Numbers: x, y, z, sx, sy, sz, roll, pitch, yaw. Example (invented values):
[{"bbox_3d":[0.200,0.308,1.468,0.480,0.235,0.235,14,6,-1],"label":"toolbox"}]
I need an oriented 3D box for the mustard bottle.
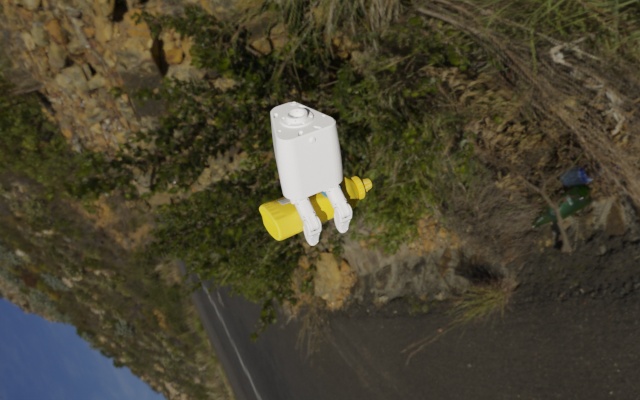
[{"bbox_3d":[0.000,0.003,0.797,0.191,0.058,0.096,-22,19,-17],"label":"mustard bottle"}]
